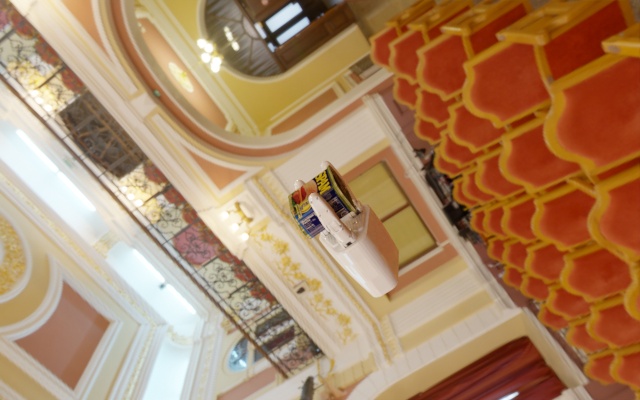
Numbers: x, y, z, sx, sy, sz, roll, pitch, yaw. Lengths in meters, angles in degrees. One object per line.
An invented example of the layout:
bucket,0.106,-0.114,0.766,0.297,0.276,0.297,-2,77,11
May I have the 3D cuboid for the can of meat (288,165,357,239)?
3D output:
can of meat,0.000,0.003,0.737,0.084,0.057,0.102,-35,25,9
